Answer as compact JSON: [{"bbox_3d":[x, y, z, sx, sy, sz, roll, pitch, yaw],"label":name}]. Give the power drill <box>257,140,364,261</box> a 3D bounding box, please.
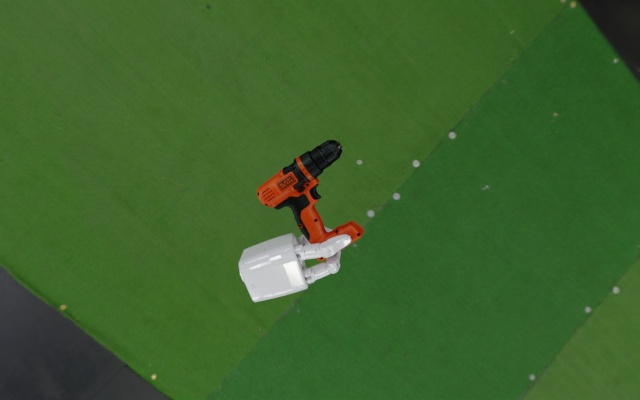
[{"bbox_3d":[0.000,0.003,0.894,0.184,0.187,0.057,-34,4,14],"label":"power drill"}]
